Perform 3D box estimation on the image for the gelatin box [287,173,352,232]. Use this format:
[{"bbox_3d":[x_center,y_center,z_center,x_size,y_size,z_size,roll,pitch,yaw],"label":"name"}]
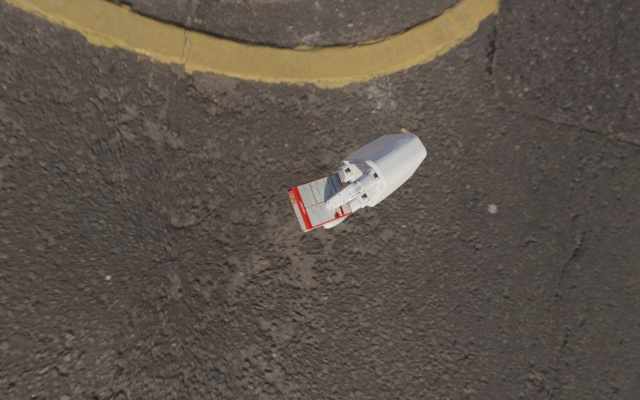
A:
[{"bbox_3d":[0.000,0.003,0.780,0.089,0.073,0.030,-20,-3,-27],"label":"gelatin box"}]
